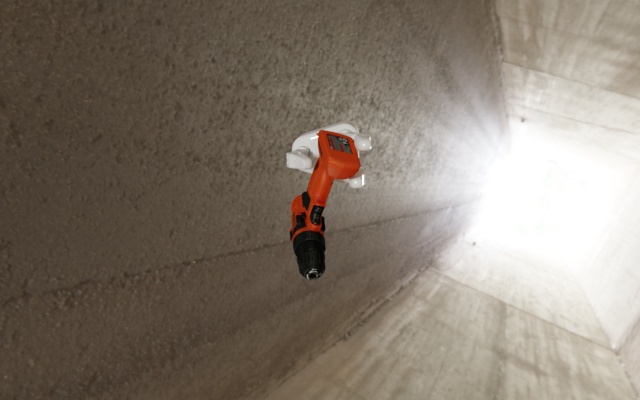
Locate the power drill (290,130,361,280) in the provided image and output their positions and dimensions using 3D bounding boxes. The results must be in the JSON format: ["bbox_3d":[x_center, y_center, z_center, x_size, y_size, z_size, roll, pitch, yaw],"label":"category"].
[{"bbox_3d":[0.000,0.002,0.727,0.057,0.188,0.184,12,33,-18],"label":"power drill"}]
